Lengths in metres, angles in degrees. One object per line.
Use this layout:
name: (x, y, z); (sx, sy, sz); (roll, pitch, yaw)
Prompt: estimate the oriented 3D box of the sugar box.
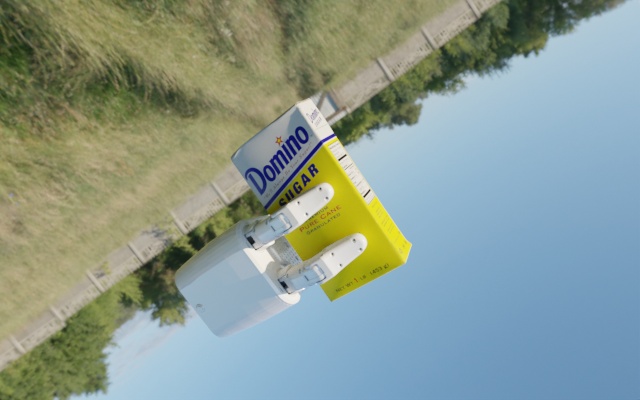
sugar box: (0.000, 0.002, 0.461); (0.093, 0.176, 0.048); (-34, 6, 26)
